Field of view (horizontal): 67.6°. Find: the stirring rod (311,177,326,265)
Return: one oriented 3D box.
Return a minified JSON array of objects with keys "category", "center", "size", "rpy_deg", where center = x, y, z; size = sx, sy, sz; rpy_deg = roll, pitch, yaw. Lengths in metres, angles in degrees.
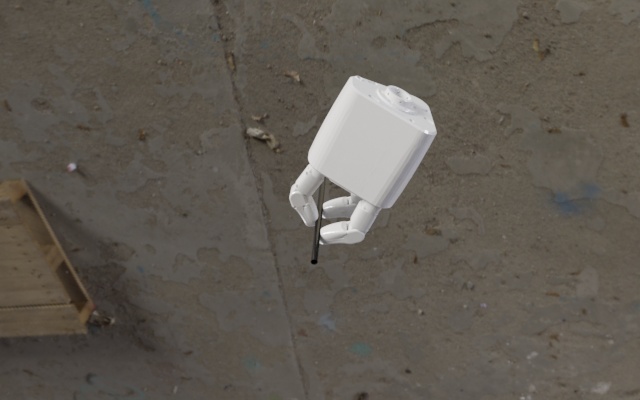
[{"category":"stirring rod","center":[0.000,0.002,0.642],"size":[0.011,0.011,0.239],"rpy_deg":[0,34,4]}]
